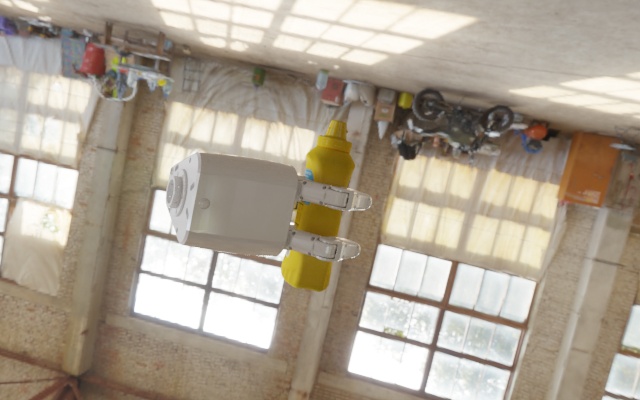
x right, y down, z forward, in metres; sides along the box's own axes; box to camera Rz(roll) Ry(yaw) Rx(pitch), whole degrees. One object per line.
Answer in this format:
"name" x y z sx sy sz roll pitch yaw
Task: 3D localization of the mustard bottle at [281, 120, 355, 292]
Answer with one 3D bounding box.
"mustard bottle" 0.000 0.002 0.559 0.058 0.191 0.096 12 6 -8
